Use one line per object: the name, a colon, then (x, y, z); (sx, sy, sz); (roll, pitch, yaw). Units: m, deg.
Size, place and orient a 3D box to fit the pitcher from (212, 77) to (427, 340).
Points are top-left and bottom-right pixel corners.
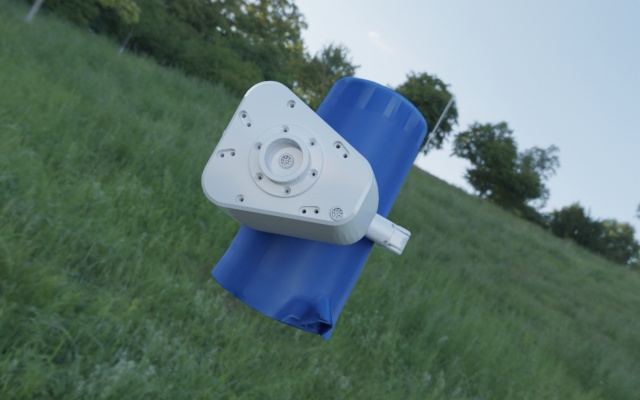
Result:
pitcher: (0.000, 0.002, 0.491); (0.149, 0.243, 0.145); (28, -5, 10)
